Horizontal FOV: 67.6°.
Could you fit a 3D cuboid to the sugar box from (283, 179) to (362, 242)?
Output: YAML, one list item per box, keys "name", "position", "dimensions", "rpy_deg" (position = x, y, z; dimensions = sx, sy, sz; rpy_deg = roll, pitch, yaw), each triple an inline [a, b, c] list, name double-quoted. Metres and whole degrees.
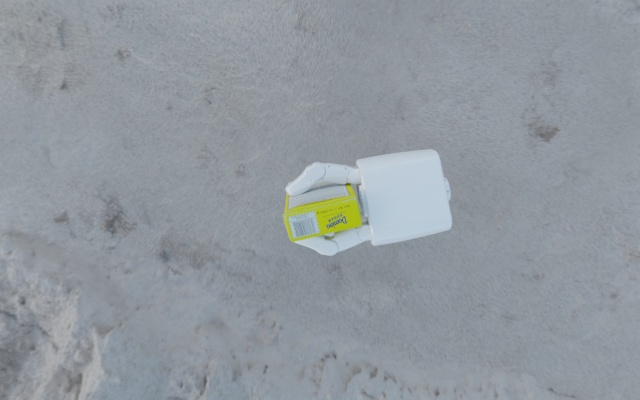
- name: "sugar box"
  position: [0.000, 0.003, 0.660]
  dimensions: [0.093, 0.048, 0.176]
  rpy_deg: [-12, 12, 2]
